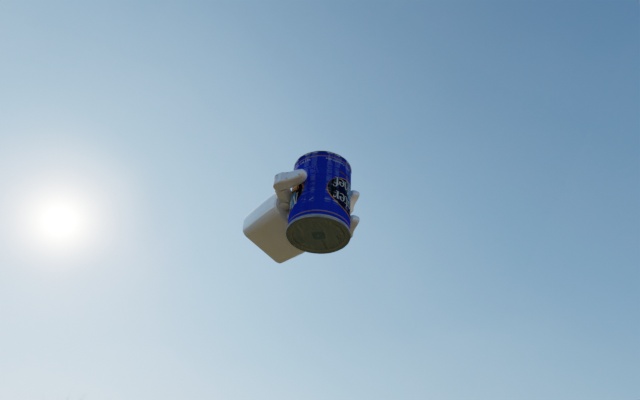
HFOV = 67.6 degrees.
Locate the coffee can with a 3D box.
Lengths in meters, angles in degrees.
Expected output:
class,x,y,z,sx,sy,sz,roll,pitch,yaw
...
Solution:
class,x,y,z,sx,sy,sz,roll,pitch,yaw
coffee can,0.000,0.003,0.793,0.103,0.140,0.103,2,-39,2
